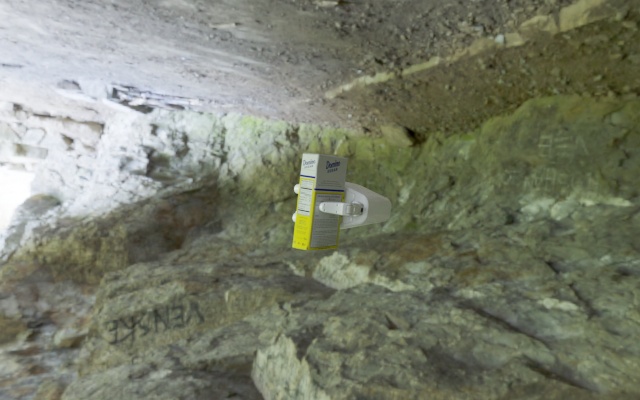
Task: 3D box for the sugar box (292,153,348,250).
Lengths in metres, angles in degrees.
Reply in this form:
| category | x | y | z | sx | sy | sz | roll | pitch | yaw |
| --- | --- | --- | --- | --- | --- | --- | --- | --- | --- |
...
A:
| category | x | y | z | sx | sy | sz | roll | pitch | yaw |
| --- | --- | --- | --- | --- | --- | --- | --- | --- | --- |
| sugar box | 0.000 | 0.003 | 0.895 | 0.048 | 0.176 | 0.093 | 7 | 3 | 38 |
